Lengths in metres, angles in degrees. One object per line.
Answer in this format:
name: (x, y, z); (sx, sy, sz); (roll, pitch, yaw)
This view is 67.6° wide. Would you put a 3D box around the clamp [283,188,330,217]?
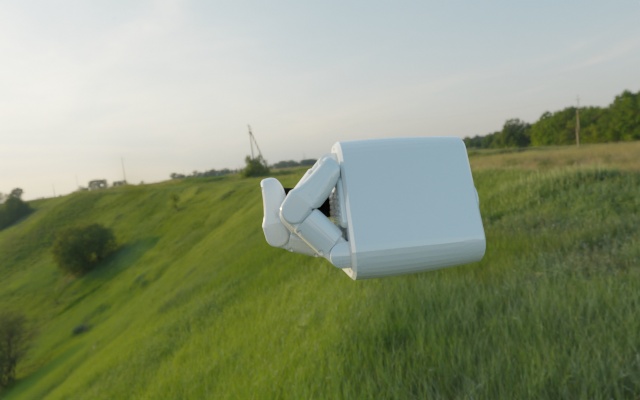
clamp: (0.000, 0.001, 0.496); (0.120, 0.039, 0.171); (-3, 4, -6)
